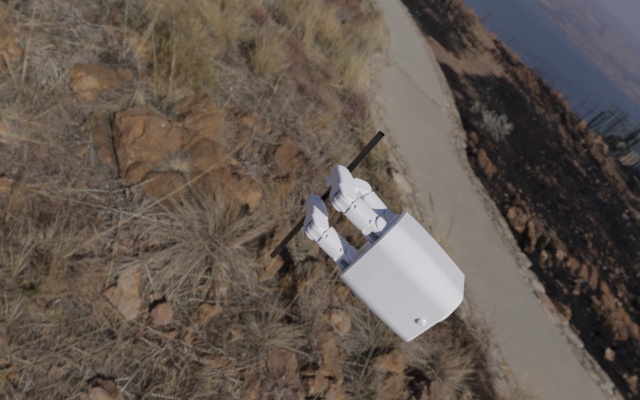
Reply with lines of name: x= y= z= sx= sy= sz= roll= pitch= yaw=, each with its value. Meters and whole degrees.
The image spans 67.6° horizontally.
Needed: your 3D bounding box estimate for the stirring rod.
stirring rod: x=0.000 y=0.002 z=0.579 sx=0.011 sy=0.011 sz=0.240 roll=0 pitch=-38 yaw=-43
